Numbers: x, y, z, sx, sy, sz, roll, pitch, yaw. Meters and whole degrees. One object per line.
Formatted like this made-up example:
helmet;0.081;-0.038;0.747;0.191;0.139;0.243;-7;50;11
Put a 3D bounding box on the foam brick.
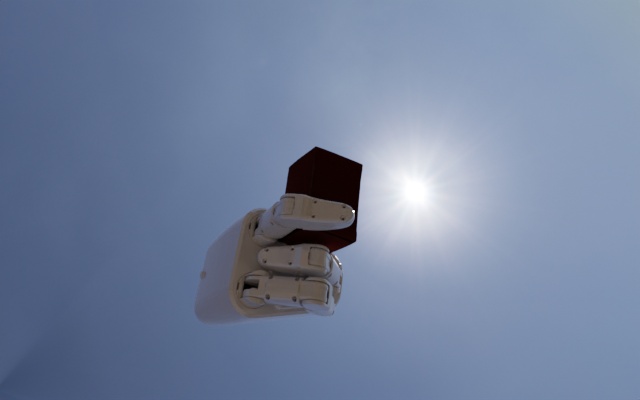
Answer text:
foam brick;0.000;0.001;0.428;0.053;0.078;0.051;21;-28;-25
